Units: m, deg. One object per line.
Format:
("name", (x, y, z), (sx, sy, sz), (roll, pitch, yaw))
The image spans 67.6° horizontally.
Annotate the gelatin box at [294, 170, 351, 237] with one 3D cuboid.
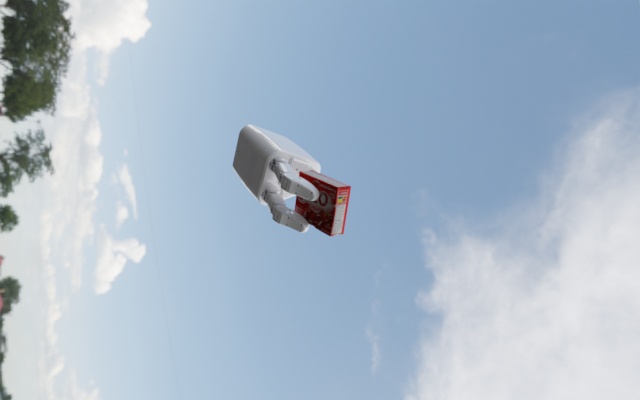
("gelatin box", (0.001, 0.002, 0.694), (0.030, 0.073, 0.089), (-7, 23, -41))
